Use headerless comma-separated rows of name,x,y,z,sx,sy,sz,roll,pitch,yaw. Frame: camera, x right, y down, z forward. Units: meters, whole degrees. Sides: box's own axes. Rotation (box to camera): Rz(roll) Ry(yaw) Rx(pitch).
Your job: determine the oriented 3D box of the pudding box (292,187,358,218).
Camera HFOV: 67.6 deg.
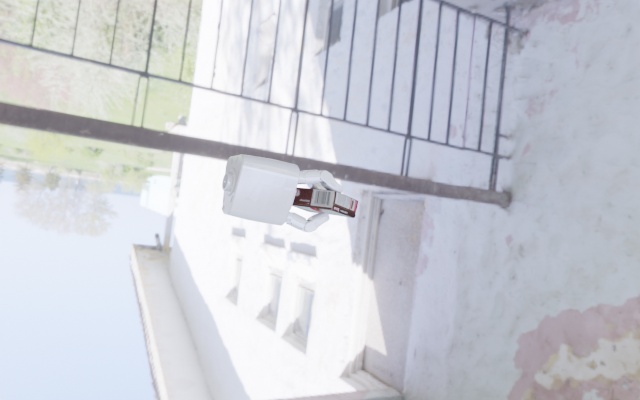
pudding box,0.000,0.003,0.898,0.113,0.039,0.090,8,-6,33
